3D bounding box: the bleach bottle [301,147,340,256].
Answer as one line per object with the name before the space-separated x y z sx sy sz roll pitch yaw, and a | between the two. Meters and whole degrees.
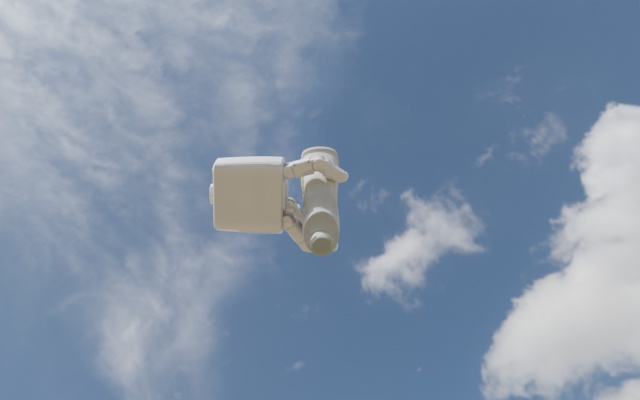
bleach bottle | 0.000 0.003 0.745 0.068 0.103 0.250 -1 25 0
